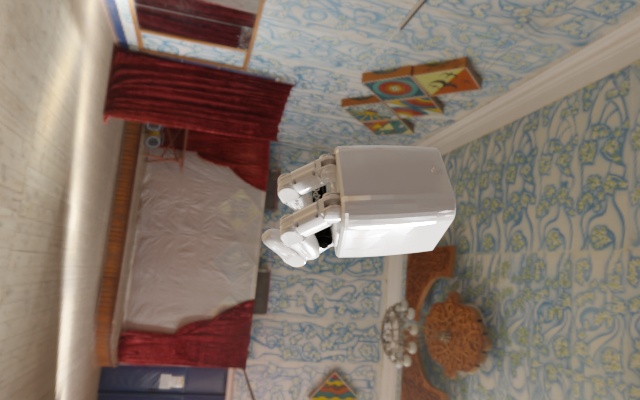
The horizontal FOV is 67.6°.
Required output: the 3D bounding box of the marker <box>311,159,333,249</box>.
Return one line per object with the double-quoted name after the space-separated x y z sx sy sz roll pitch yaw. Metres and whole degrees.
0.000 0.002 0.522 0.020 0.121 0.020 -2 -43 -2 "marker"
